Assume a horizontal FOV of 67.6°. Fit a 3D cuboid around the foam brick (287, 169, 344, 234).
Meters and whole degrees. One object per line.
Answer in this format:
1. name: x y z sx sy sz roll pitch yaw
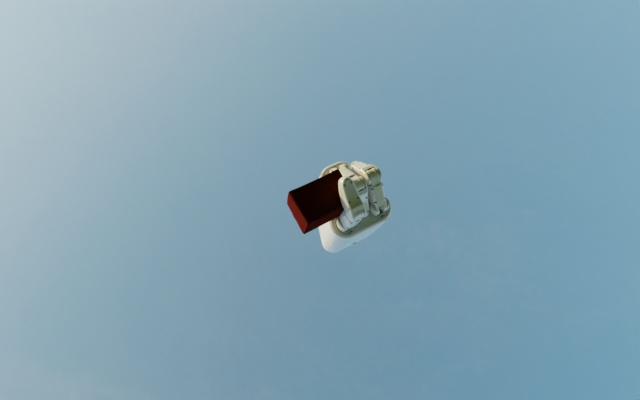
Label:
1. foam brick: 0.000 0.002 0.650 0.078 0.053 0.051 -25 -13 -17
